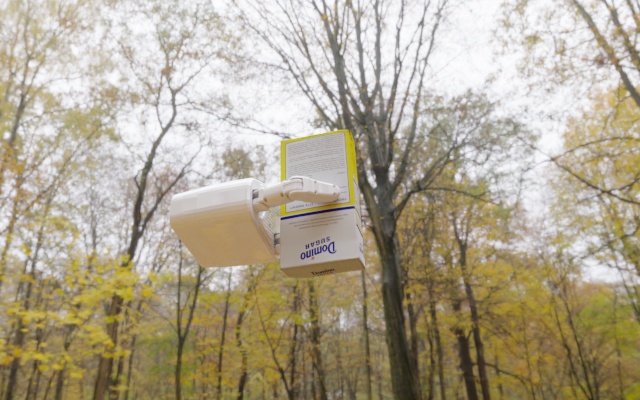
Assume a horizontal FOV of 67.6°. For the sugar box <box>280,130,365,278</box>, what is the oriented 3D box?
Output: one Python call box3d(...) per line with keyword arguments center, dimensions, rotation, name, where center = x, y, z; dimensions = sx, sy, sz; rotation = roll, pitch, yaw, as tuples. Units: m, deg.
box3d(center=(0.000, 0.002, 0.577), dimensions=(0.093, 0.176, 0.048), rotation=(-9, -27, 13), name="sugar box")
